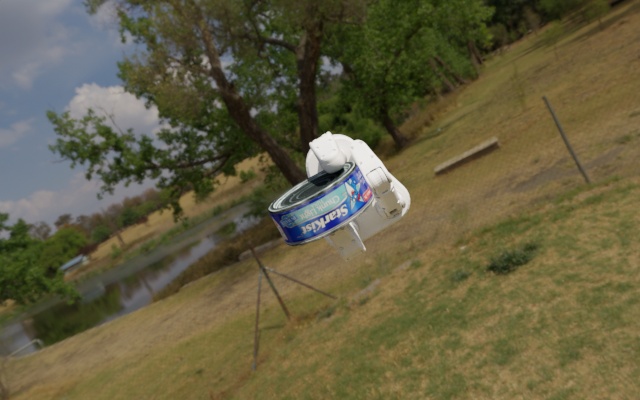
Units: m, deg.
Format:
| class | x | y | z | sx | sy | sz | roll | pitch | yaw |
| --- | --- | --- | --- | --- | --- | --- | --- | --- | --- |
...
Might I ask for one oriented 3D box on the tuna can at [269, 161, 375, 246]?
| class | x | y | z | sx | sy | sz | roll | pitch | yaw |
| --- | --- | --- | --- | --- | --- | --- | --- | --- | --- |
| tuna can | 0.000 | 0.001 | 0.404 | 0.086 | 0.034 | 0.086 | -27 | 13 | 7 |
